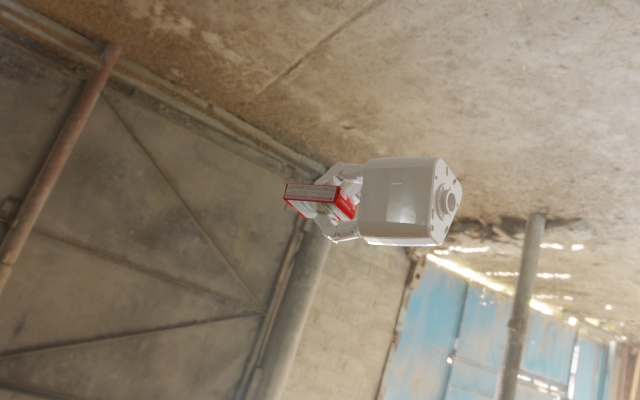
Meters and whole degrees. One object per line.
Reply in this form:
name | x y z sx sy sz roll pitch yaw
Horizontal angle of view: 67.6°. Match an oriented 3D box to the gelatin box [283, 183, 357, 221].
gelatin box | 0.000 0.003 0.714 0.089 0.030 0.073 3 -22 27
